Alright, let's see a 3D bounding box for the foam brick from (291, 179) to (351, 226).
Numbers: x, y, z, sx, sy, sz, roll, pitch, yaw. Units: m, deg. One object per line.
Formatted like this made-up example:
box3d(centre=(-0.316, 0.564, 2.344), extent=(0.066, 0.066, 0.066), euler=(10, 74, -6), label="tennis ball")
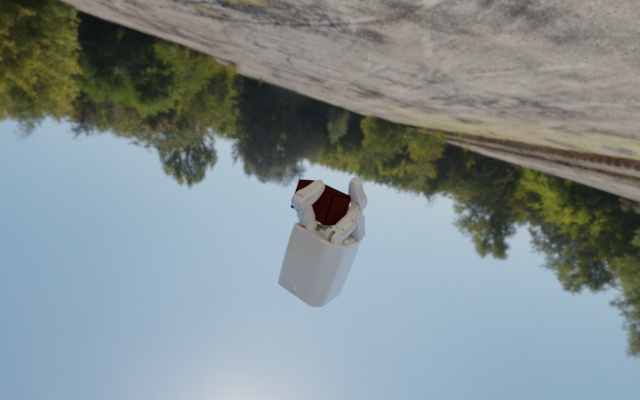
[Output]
box3d(centre=(0.000, 0.002, 0.772), extent=(0.078, 0.051, 0.053), euler=(27, 14, 36), label="foam brick")
